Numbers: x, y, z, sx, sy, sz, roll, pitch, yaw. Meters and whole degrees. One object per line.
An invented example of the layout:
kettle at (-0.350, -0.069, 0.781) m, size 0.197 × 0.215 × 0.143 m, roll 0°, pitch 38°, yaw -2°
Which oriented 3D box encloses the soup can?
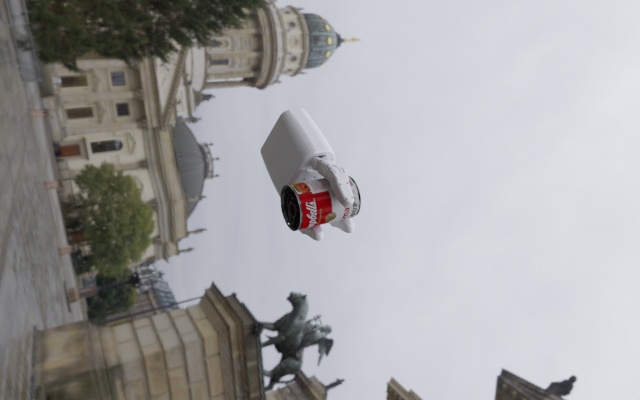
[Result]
soup can at (0.001, 0.003, 0.710) m, size 0.102 × 0.068 × 0.068 m, roll -11°, pitch 5°, yaw -27°
